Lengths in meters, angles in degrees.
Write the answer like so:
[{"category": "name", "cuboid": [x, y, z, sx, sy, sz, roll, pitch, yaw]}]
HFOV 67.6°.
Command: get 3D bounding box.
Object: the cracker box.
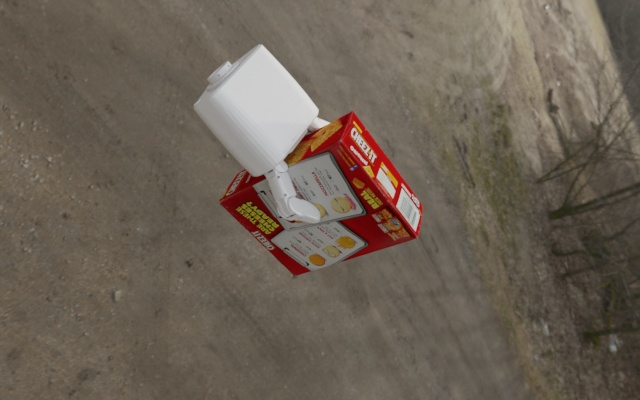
[{"category": "cracker box", "cuboid": [0.000, 0.002, 0.626, 0.214, 0.164, 0.072, -23, 30, 37]}]
